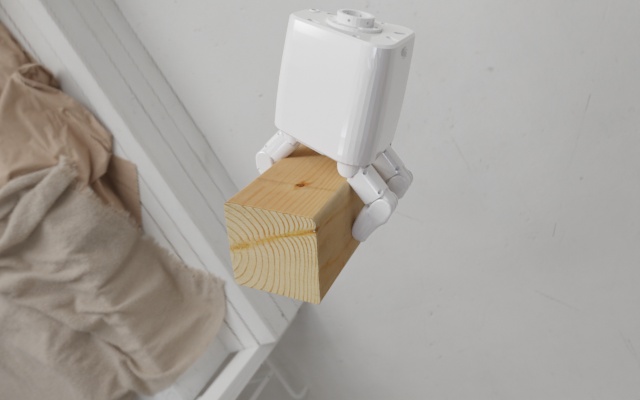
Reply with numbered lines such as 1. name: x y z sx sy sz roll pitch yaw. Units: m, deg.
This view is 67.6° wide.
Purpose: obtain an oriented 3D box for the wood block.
1. wood block: 0.000 0.001 0.495 0.091 0.090 0.206 10 30 23
